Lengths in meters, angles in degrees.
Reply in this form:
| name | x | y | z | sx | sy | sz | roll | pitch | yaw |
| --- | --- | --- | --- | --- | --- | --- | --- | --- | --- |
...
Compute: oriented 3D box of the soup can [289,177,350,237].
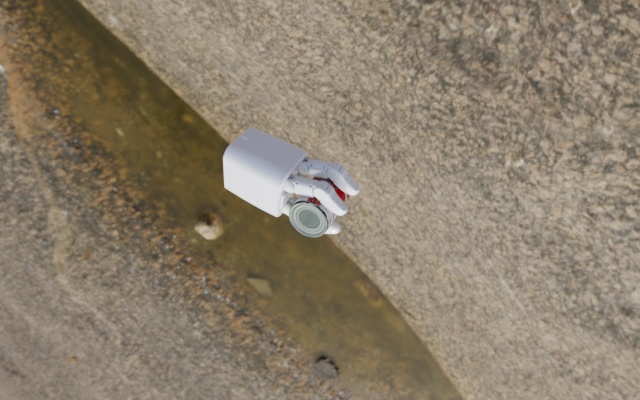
| name | x | y | z | sx | sy | sz | roll | pitch | yaw |
| --- | --- | --- | --- | --- | --- | --- | --- | --- | --- |
| soup can | 0.000 | 0.003 | 0.762 | 0.068 | 0.068 | 0.102 | 0 | 33 | 27 |
